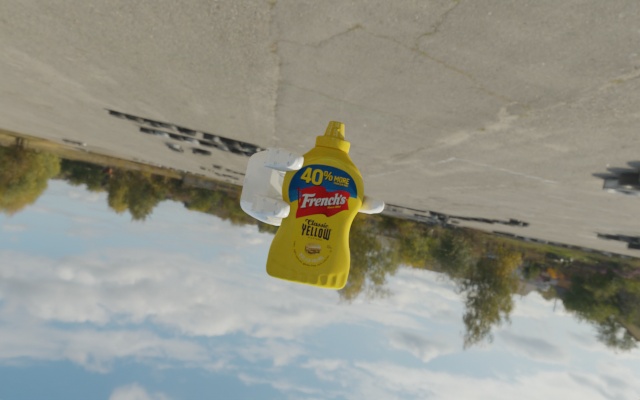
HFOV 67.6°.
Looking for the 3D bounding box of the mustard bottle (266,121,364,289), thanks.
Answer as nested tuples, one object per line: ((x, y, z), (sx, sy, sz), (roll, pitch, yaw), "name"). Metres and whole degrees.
((0.000, 0.002, 0.562), (0.096, 0.191, 0.058), (12, -1, -4), "mustard bottle")
